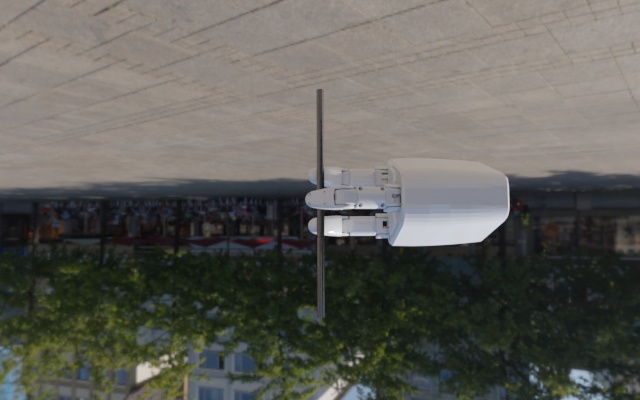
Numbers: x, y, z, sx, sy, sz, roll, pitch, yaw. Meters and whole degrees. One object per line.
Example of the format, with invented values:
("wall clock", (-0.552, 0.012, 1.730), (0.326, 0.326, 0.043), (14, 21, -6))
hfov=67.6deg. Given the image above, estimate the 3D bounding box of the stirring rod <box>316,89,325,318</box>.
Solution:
("stirring rod", (0.000, 0.002, 0.504), (0.011, 0.239, 0.011), (0, -4, 0))
